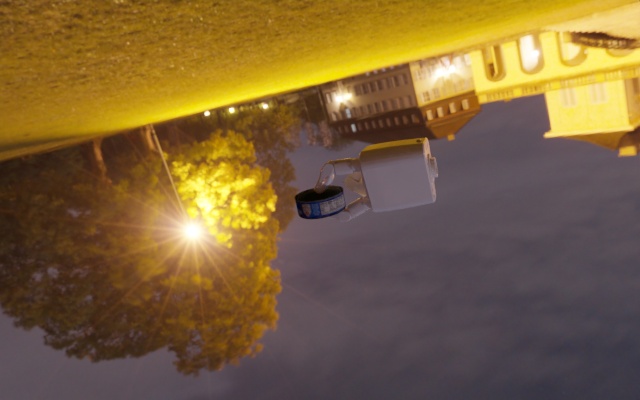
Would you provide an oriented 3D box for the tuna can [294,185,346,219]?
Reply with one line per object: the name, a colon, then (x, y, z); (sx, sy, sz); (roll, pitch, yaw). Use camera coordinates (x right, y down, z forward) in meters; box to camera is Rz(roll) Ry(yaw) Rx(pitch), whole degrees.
tuna can: (0.000, 0.003, 0.824); (0.086, 0.034, 0.086); (-10, 16, 3)
